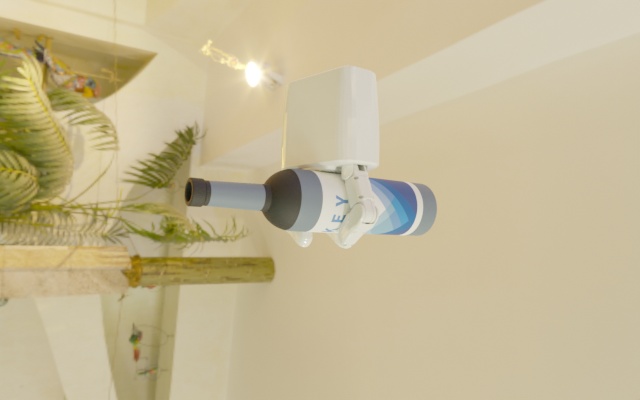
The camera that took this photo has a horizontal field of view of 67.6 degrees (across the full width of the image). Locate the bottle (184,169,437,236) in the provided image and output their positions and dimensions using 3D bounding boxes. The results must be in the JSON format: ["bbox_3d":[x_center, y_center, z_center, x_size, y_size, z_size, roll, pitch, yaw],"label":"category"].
[{"bbox_3d":[0.000,0.002,0.525,0.296,0.069,0.069,5,-3,-33],"label":"bottle"}]
